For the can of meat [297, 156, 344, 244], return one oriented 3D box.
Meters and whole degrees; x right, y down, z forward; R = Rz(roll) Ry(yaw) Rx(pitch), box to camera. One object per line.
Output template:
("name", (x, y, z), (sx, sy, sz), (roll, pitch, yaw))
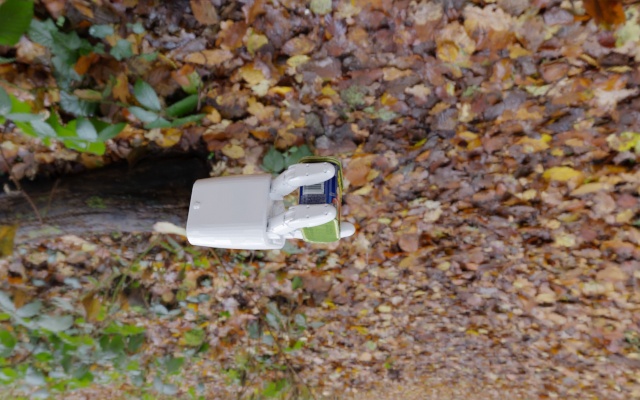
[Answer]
("can of meat", (0.000, 0.002, 0.633), (0.057, 0.084, 0.102), (0, -25, 6))
